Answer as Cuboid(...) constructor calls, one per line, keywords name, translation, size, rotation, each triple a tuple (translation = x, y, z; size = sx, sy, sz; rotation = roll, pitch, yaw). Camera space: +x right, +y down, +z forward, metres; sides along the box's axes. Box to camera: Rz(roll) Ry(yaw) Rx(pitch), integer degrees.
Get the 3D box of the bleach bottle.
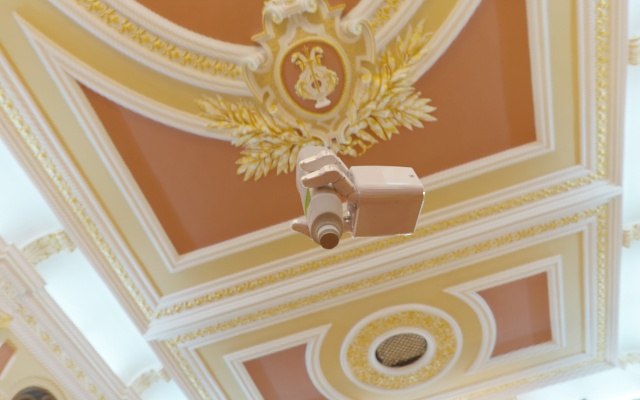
Cuboid(name="bleach bottle", translation=(0.000, 0.002, 0.782), size=(0.068, 0.103, 0.250), rotation=(-1, 30, -6))
